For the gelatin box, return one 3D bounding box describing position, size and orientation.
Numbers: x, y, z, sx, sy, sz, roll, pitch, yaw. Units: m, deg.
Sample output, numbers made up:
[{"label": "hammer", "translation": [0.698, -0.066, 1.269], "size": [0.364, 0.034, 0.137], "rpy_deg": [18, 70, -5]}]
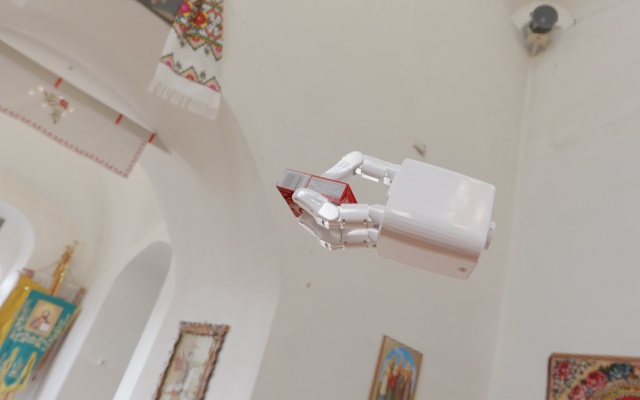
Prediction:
[{"label": "gelatin box", "translation": [0.000, 0.001, 0.570], "size": [0.089, 0.030, 0.073], "rpy_deg": [15, -25, 26]}]
